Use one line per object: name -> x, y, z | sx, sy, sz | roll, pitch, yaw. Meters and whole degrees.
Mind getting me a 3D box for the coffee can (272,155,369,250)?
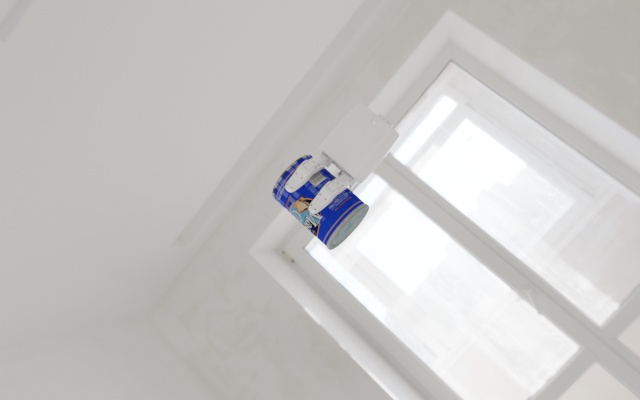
coffee can -> 0.000, 0.003, 0.838 | 0.140, 0.103, 0.103 | 42, 13, 15
